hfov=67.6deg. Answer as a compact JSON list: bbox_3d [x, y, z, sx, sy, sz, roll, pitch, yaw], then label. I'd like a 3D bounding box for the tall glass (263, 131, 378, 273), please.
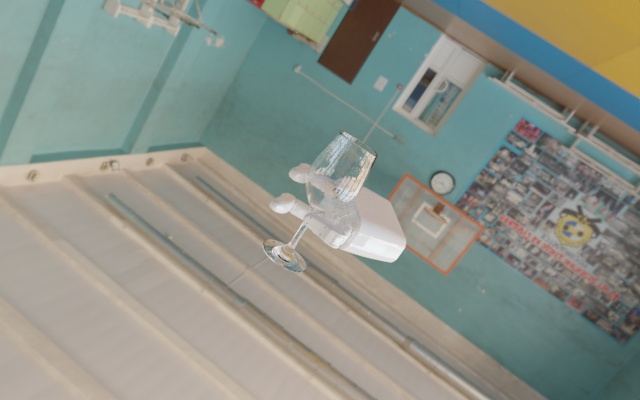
[{"bbox_3d":[0.000,0.003,0.674,0.079,0.201,0.079,30,16,-10],"label":"tall glass"}]
